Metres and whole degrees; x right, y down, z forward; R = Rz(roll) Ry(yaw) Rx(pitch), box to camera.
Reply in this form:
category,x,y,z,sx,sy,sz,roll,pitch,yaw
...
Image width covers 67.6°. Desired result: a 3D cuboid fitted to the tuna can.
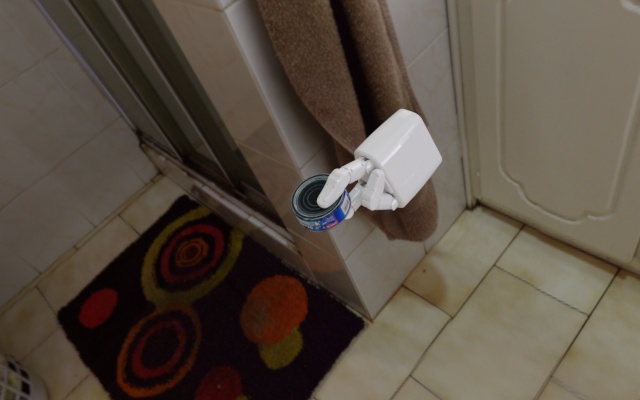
category,x,y,z,sx,sy,sz,roll,pitch,yaw
tuna can,0.000,0.002,0.711,0.086,0.086,0.034,0,-34,24
